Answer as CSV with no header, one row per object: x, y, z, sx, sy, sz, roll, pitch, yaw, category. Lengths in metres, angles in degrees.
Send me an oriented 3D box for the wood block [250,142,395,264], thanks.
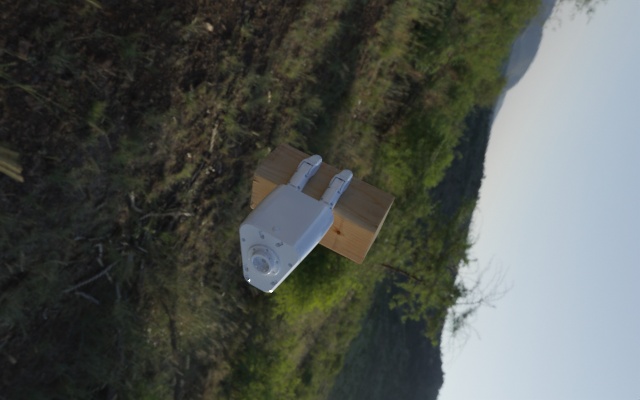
0.000,0.003,0.771,0.206,0.091,0.090,27,48,10,wood block
